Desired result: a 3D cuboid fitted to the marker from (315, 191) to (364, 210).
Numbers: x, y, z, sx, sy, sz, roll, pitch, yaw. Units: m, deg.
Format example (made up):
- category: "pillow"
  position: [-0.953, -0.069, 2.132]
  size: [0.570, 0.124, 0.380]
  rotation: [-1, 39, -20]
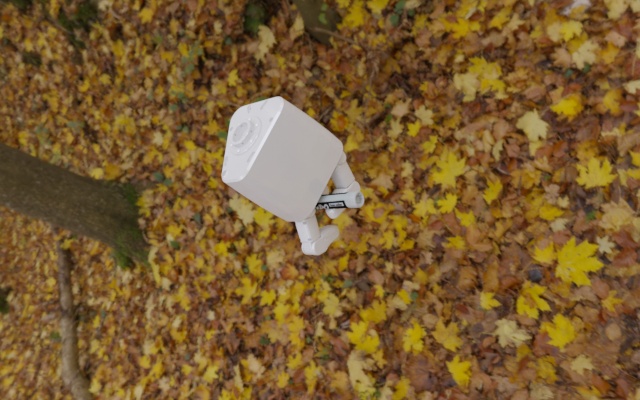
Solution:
- category: "marker"
  position: [0.000, 0.002, 0.583]
  size: [0.121, 0.020, 0.020]
  rotation: [-4, -3, 42]
